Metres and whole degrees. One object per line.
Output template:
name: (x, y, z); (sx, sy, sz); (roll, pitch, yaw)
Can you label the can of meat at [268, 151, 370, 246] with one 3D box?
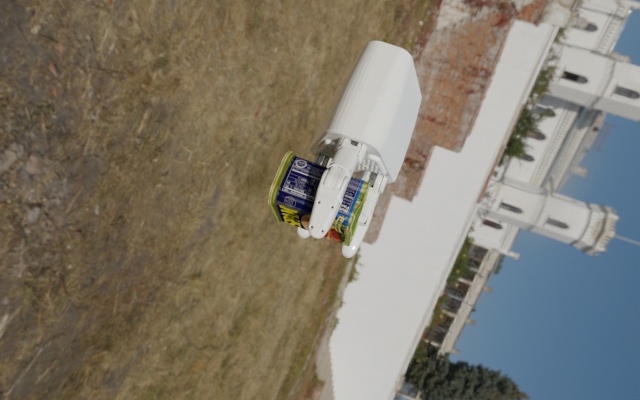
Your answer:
can of meat: (0.000, 0.002, 0.482); (0.084, 0.057, 0.102); (20, -16, 7)
